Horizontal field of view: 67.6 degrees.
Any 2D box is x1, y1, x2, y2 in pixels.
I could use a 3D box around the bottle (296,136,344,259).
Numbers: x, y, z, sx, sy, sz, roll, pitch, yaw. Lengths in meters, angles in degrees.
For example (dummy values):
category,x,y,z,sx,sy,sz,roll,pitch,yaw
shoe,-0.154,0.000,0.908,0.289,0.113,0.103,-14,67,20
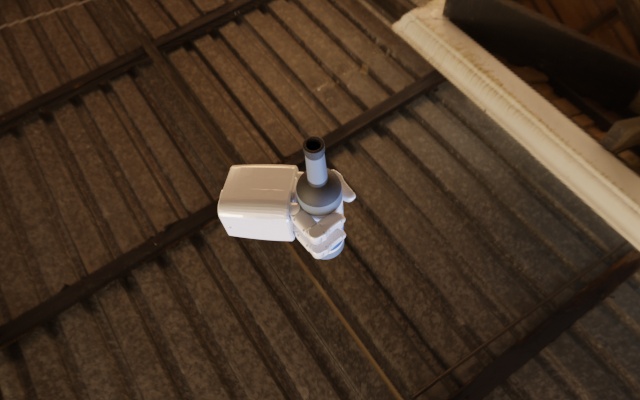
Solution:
category,x,y,z,sx,sy,sz,roll,pitch,yaw
bottle,0.000,0.002,0.716,0.069,0.069,0.296,0,-29,4
